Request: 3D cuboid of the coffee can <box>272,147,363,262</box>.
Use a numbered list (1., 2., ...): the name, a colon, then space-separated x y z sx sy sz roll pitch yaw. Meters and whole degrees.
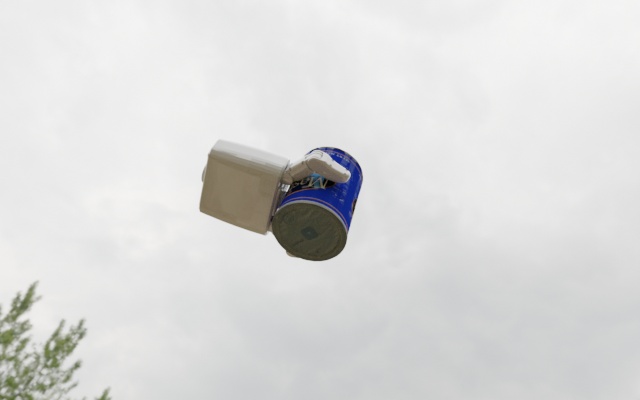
1. coffee can: 0.000 0.002 0.684 0.103 0.103 0.140 0 37 16
